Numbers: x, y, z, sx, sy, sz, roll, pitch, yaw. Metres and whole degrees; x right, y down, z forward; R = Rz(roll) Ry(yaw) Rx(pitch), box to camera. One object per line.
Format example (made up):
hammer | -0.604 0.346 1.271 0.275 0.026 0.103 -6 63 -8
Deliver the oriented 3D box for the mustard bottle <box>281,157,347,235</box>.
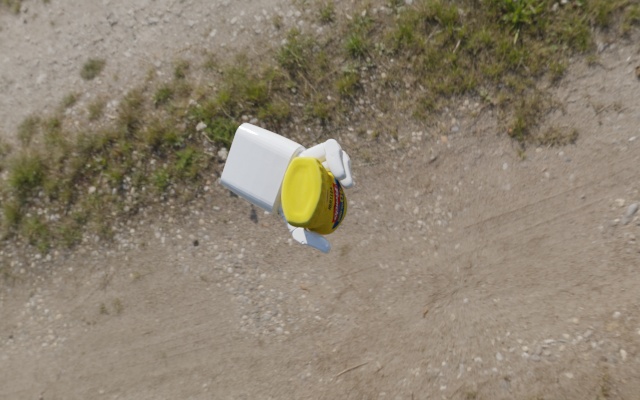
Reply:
mustard bottle | 0.000 0.002 0.722 0.058 0.096 0.192 1 -10 17
